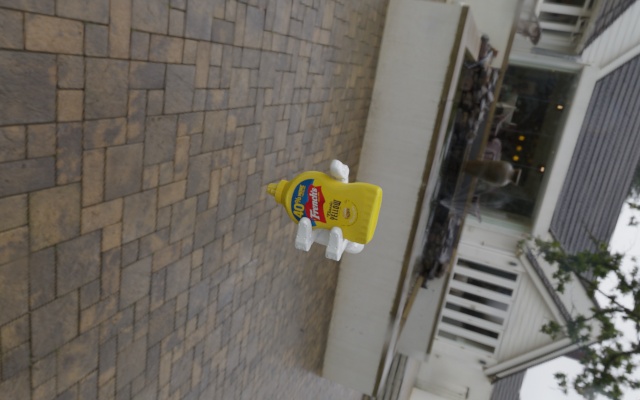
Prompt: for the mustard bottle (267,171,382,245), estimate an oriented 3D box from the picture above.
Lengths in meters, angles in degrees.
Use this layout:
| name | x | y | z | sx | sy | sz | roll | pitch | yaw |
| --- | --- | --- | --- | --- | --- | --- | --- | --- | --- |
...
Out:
| name | x | y | z | sx | sy | sz | roll | pitch | yaw |
| --- | --- | --- | --- | --- | --- | --- | --- | --- | --- |
| mustard bottle | 0.000 | 0.003 | 0.792 | 0.191 | 0.096 | 0.058 | 15 | 16 | 17 |
